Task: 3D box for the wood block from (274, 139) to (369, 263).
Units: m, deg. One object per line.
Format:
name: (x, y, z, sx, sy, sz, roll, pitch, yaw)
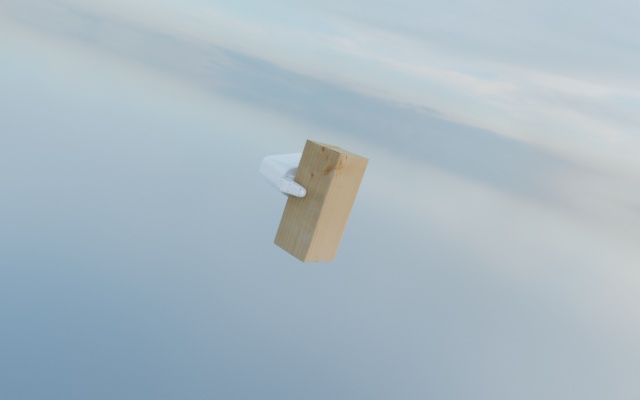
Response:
wood block: (0.000, 0.003, 0.888, 0.090, 0.206, 0.091, 27, 14, 39)
